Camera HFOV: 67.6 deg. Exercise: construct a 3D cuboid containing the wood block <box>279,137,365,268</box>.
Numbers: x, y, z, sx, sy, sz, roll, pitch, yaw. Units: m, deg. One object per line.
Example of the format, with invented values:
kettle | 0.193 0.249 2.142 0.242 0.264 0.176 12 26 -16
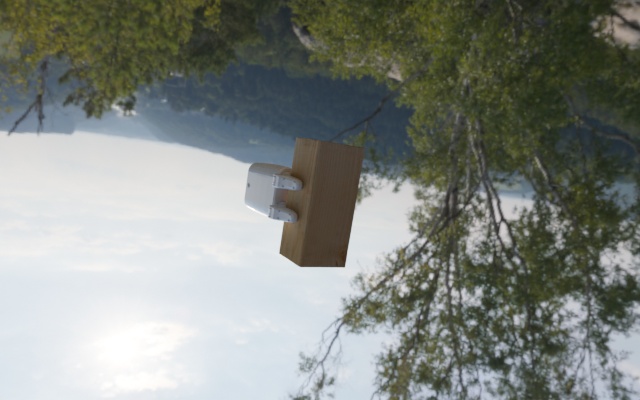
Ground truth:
wood block | 0.000 0.003 0.817 0.091 0.206 0.090 5 7 -31
